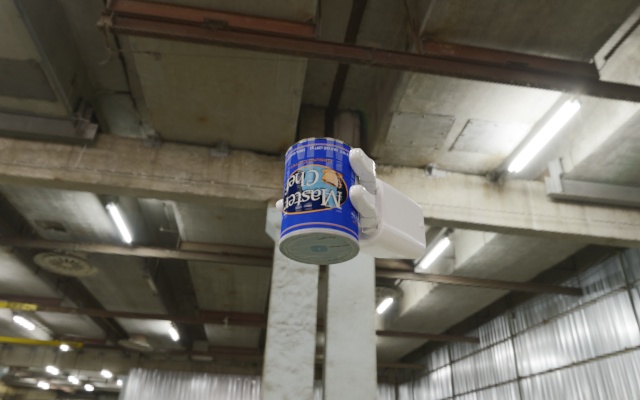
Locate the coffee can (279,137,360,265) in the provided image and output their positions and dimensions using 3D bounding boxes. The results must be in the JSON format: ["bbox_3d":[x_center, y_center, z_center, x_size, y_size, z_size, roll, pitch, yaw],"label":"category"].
[{"bbox_3d":[0.000,0.002,0.636,0.103,0.140,0.103,1,-29,1],"label":"coffee can"}]
